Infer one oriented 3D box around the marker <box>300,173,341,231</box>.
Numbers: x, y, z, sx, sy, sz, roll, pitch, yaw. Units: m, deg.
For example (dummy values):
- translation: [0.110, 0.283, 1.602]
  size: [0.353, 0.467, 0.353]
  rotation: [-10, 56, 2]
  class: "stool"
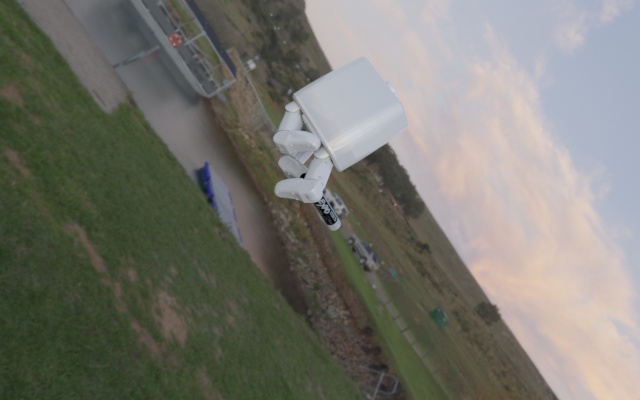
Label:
- translation: [0.000, 0.002, 0.630]
  size: [0.020, 0.020, 0.121]
  rotation: [0, -33, 23]
  class: "marker"
